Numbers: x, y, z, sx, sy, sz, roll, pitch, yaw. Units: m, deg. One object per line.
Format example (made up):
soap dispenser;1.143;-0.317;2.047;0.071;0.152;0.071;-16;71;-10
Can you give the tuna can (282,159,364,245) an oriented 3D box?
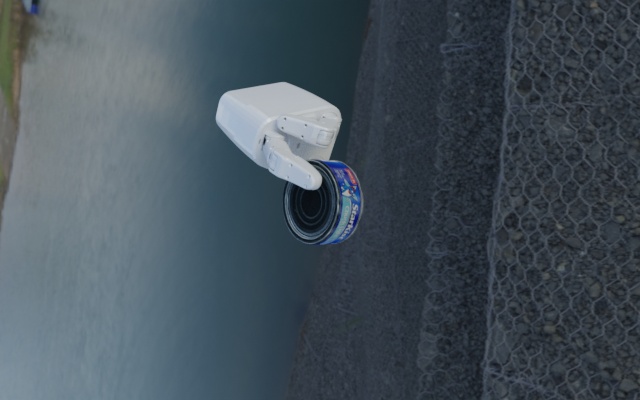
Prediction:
tuna can;0.000;0.002;0.476;0.034;0.086;0.086;0;0;-43
